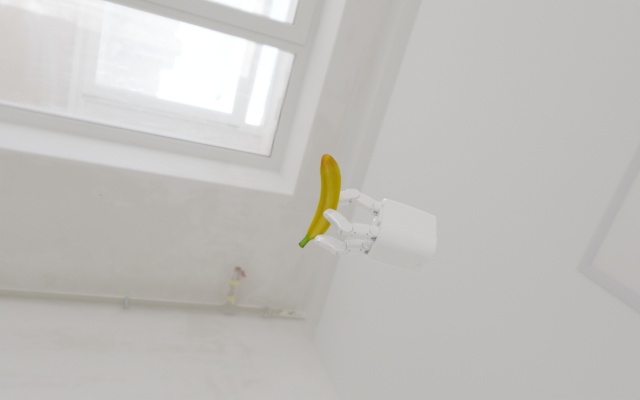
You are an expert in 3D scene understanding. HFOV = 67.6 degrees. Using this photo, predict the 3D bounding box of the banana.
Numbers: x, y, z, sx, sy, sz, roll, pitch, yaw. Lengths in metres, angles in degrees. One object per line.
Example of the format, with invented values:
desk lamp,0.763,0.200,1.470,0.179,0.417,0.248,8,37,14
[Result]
banana,0.009,-0.001,0.857,0.037,0.198,0.069,26,33,20
